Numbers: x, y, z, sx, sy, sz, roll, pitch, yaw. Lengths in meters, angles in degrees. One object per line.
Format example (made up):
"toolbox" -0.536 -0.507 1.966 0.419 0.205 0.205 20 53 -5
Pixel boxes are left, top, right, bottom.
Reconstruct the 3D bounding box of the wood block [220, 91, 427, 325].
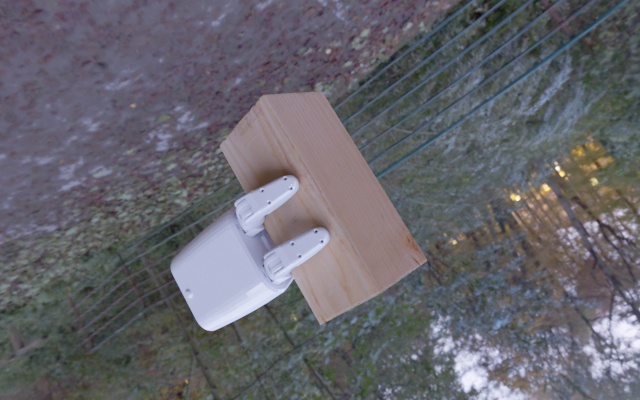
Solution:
"wood block" 0.000 0.002 0.478 0.091 0.206 0.090 -19 -15 -49
